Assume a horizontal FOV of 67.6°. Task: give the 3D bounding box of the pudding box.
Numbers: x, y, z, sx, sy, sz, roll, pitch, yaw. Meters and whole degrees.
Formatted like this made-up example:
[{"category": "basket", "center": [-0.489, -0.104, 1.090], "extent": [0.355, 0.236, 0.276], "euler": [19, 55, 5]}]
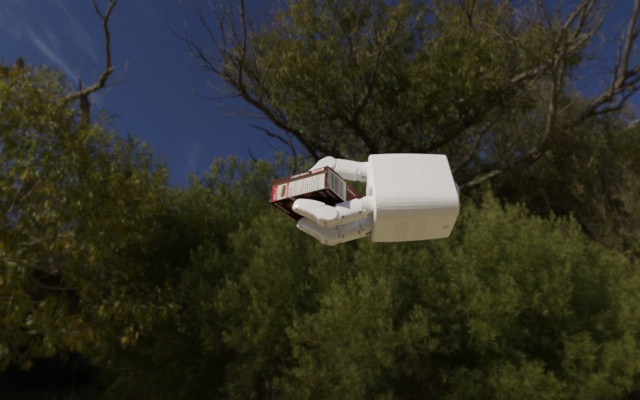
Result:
[{"category": "pudding box", "center": [0.000, 0.002, 0.649], "extent": [0.090, 0.039, 0.113], "euler": [-14, -34, 28]}]
